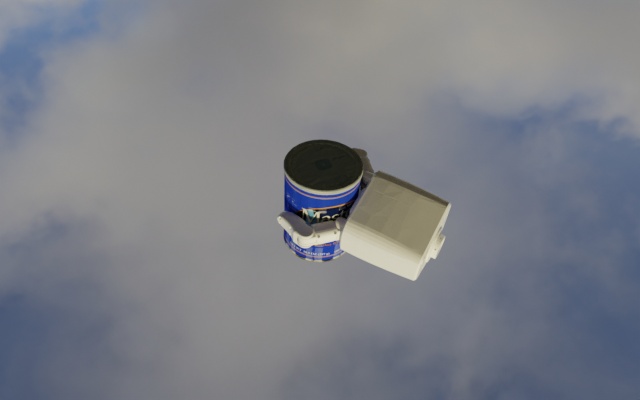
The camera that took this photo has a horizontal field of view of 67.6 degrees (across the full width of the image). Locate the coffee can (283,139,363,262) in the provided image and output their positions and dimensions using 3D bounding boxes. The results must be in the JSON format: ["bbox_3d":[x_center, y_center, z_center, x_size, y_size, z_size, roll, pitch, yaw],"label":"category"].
[{"bbox_3d":[0.000,0.002,0.660,0.103,0.102,0.140,2,-45,-2],"label":"coffee can"}]
